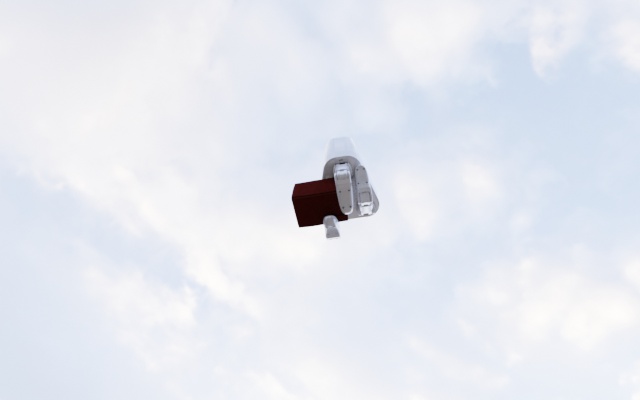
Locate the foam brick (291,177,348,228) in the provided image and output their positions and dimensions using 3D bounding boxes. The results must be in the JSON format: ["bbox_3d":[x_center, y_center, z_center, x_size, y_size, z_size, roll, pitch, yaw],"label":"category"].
[{"bbox_3d":[0.000,0.002,0.717,0.078,0.053,0.051,-8,27,4],"label":"foam brick"}]
